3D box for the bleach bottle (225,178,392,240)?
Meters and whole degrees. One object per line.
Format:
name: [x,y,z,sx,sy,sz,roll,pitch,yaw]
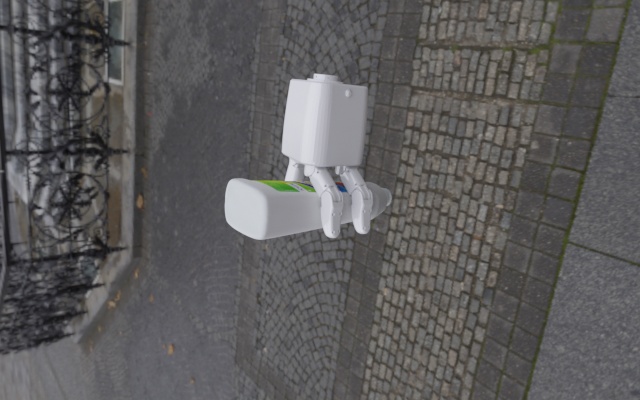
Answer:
bleach bottle: [0.000,0.002,0.674,0.251,0.068,0.102,-6,18,-40]
